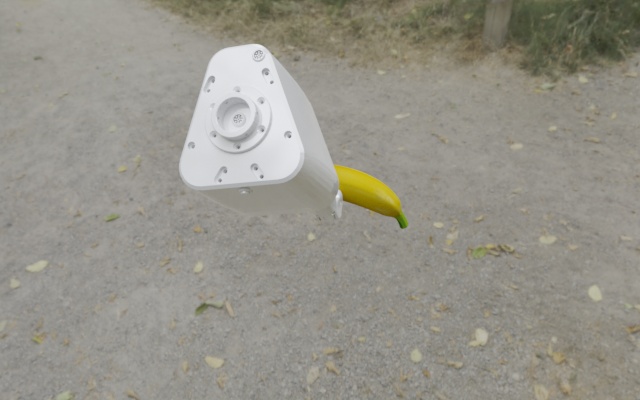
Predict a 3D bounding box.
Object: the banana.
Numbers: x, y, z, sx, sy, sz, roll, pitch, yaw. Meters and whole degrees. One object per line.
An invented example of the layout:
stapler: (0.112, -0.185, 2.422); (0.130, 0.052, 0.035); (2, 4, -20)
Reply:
banana: (0.005, -0.012, 0.537); (0.198, 0.070, 0.037); (14, 39, 10)
